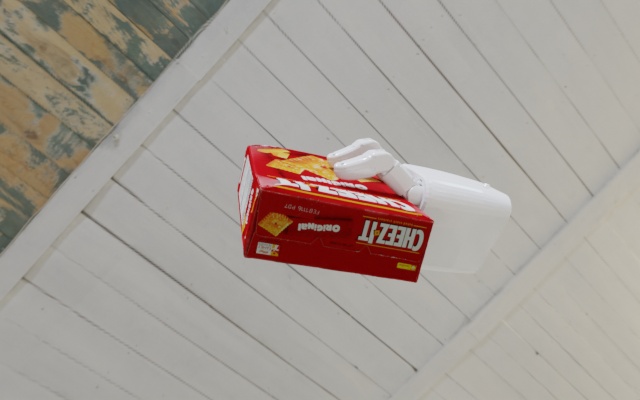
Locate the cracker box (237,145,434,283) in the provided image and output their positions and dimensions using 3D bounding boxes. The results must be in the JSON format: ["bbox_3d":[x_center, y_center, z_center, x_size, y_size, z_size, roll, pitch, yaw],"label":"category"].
[{"bbox_3d":[0.000,0.002,0.510,0.164,0.072,0.213,10,14,-14],"label":"cracker box"}]
